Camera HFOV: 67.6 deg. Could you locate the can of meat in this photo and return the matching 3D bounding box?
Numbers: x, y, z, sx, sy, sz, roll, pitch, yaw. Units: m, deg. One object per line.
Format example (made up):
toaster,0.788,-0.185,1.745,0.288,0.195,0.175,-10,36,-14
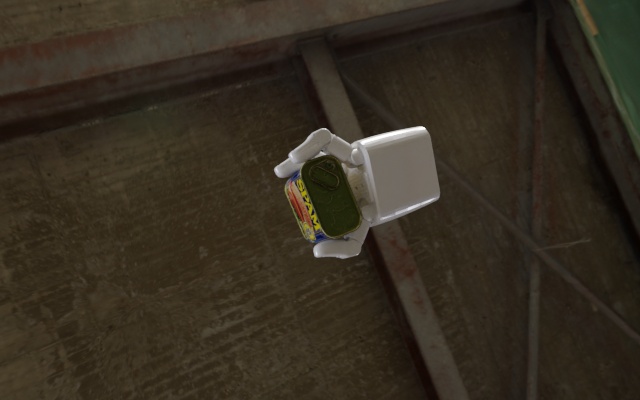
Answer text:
can of meat,0.000,0.002,0.621,0.057,0.102,0.084,-21,-3,-23
